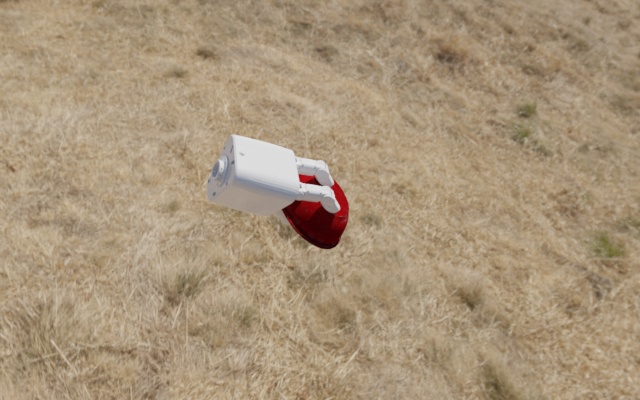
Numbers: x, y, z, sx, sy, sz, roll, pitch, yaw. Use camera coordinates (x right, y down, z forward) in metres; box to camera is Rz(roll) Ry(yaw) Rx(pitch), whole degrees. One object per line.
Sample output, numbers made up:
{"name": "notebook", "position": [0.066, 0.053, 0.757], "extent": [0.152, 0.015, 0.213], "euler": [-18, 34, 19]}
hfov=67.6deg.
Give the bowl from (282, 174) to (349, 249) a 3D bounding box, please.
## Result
{"name": "bowl", "position": [0.001, 0.003, 0.842], "extent": [0.055, 0.162, 0.162], "euler": [-35, -19, 29]}
